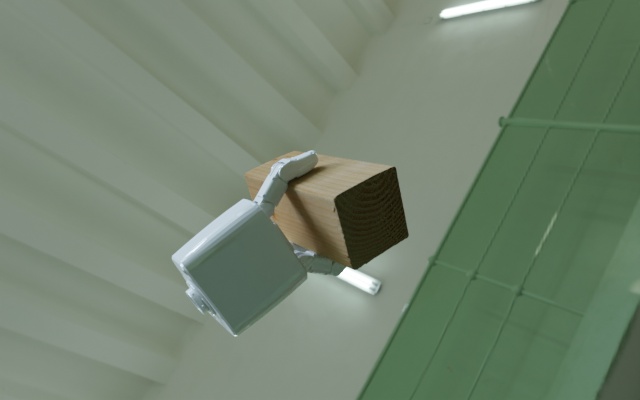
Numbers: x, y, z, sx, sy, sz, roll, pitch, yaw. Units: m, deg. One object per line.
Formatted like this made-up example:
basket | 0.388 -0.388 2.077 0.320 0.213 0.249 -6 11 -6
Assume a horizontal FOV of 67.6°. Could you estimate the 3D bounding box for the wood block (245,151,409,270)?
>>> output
wood block | 0.000 0.002 0.595 0.090 0.091 0.206 -27 24 -28
